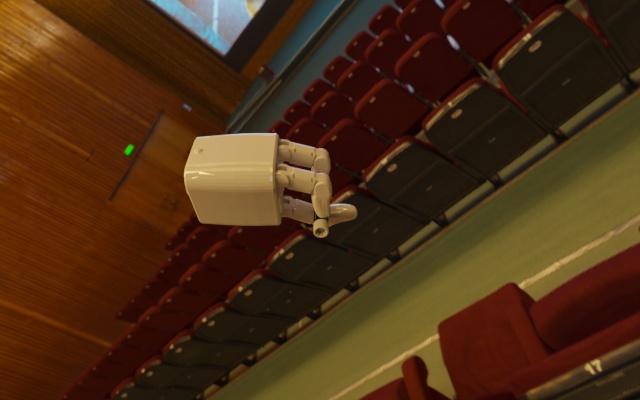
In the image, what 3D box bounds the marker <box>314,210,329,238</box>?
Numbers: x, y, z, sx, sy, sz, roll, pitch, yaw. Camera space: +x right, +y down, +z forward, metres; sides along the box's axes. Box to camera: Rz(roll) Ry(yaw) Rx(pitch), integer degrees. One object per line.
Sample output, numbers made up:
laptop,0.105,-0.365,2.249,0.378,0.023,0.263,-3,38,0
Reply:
marker,0.000,0.002,0.638,0.020,0.020,0.121,0,39,-1
